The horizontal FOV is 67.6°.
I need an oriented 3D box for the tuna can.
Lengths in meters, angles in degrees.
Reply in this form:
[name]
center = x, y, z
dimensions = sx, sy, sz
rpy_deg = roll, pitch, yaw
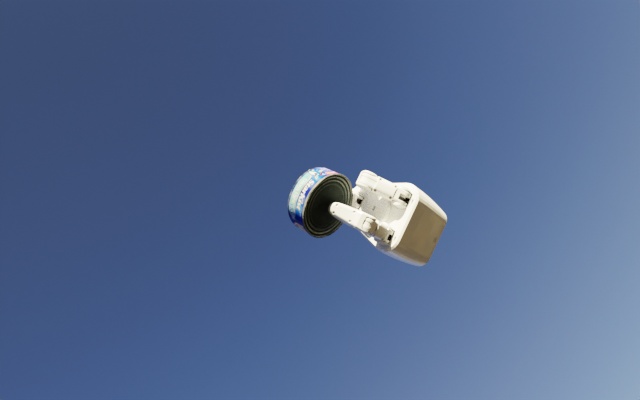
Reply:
[tuna can]
center = 0.000, 0.002, 0.606
dimensions = 0.086, 0.086, 0.033
rpy_deg = 0, 20, -47
